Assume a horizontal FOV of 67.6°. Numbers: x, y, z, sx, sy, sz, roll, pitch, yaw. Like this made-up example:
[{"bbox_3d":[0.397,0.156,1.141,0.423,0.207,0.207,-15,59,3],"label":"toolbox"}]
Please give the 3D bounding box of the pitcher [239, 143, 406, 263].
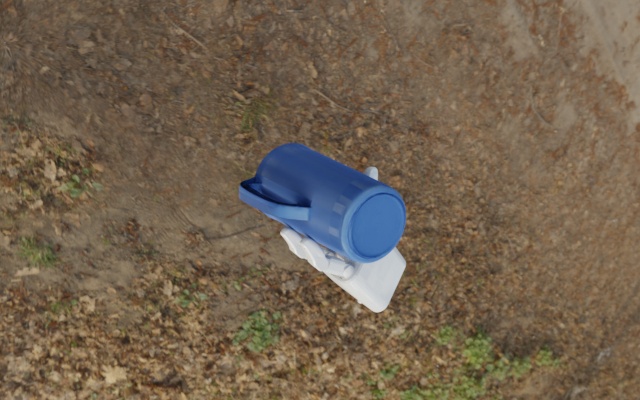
[{"bbox_3d":[0.000,0.002,0.702,0.242,0.149,0.145,27,-20,53],"label":"pitcher"}]
